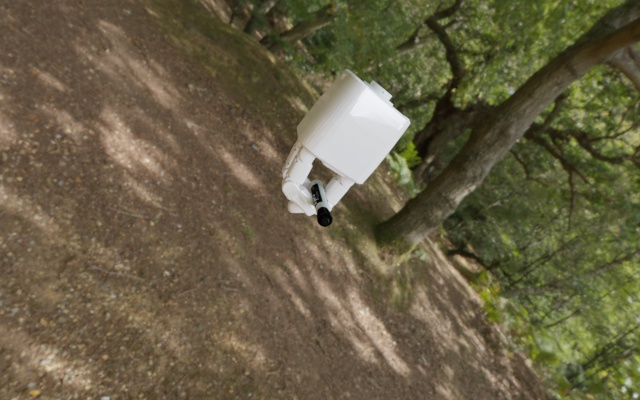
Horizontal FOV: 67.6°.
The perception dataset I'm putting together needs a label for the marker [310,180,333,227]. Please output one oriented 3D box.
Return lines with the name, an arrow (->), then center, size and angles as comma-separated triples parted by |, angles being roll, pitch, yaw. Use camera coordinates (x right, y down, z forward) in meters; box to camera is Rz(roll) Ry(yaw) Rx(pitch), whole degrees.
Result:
marker -> 0.000, 0.002, 0.619 | 0.020, 0.020, 0.121 | 0, 23, -6
